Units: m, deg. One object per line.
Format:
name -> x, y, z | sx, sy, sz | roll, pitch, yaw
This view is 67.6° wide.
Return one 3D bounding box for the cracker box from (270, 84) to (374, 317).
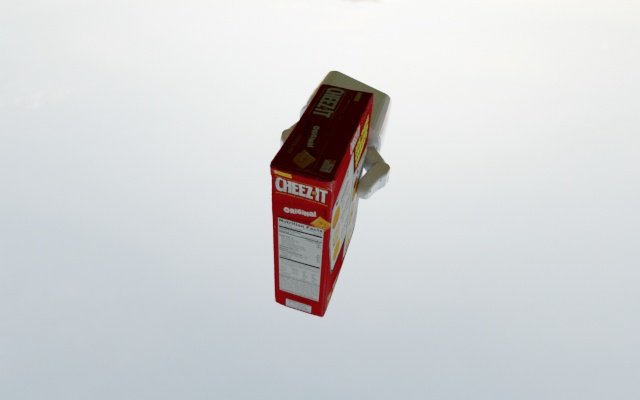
cracker box -> 0.000, 0.002, 0.550 | 0.072, 0.214, 0.164 | 13, 44, 11
